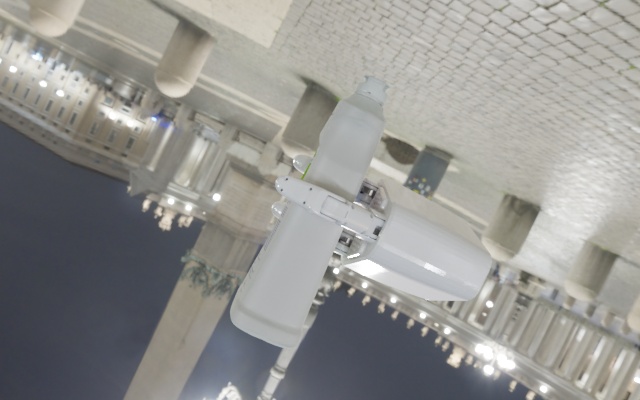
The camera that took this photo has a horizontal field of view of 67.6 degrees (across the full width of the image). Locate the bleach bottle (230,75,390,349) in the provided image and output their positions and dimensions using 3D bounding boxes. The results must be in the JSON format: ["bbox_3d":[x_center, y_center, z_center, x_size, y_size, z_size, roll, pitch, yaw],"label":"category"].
[{"bbox_3d":[0.000,0.001,0.446,0.068,0.251,0.102,26,1,-7],"label":"bleach bottle"}]
